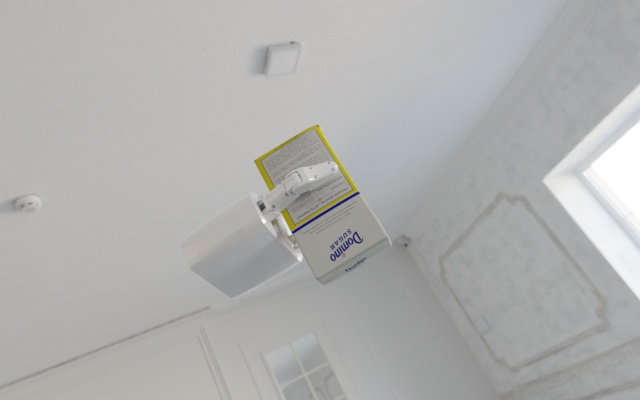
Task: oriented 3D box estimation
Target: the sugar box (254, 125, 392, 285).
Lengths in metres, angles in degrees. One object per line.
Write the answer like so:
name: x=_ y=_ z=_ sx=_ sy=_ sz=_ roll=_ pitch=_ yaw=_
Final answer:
sugar box: x=0.000 y=0.002 z=0.566 sx=0.093 sy=0.176 sz=0.048 roll=-31 pitch=-25 yaw=3
